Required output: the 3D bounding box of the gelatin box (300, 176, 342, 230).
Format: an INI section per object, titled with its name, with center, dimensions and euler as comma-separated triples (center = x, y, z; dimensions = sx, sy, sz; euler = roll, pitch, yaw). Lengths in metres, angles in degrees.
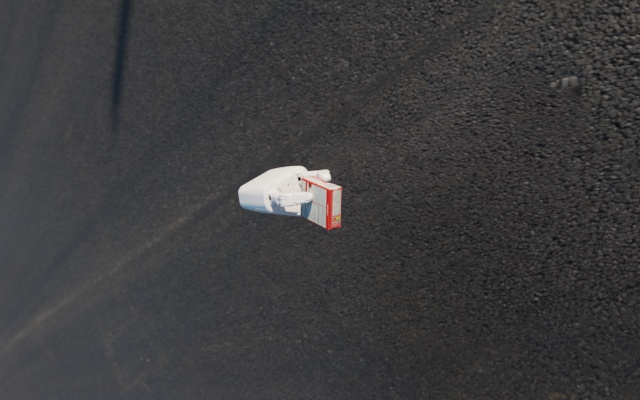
[gelatin box]
center = 0.000, 0.003, 0.835
dimensions = 0.030, 0.073, 0.089
euler = -11, 22, -34
